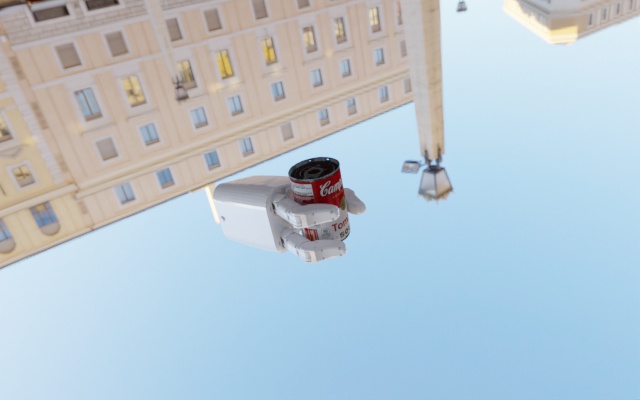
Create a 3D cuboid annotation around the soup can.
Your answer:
[{"bbox_3d":[0.001,0.002,0.634,0.068,0.102,0.068,-9,27,5],"label":"soup can"}]
